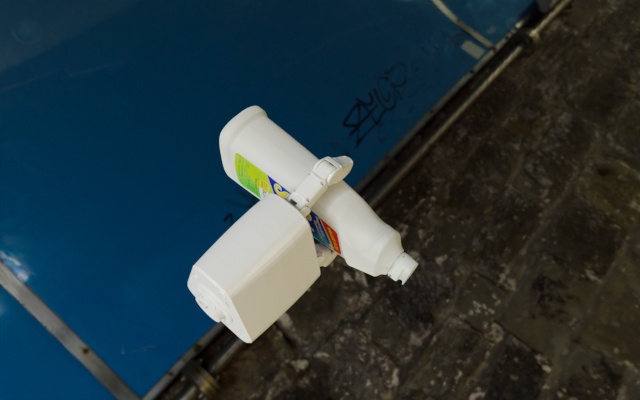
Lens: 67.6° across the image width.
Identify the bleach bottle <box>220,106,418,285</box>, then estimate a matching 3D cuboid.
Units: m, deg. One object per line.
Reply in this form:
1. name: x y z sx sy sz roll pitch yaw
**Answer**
1. bleach bottle: 0.000 0.002 0.535 0.251 0.068 0.103 37 -27 16
